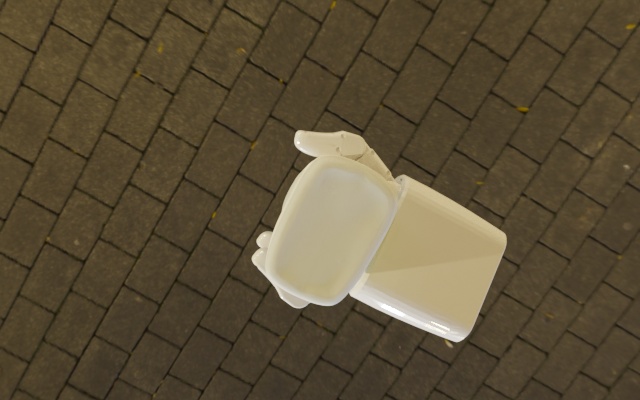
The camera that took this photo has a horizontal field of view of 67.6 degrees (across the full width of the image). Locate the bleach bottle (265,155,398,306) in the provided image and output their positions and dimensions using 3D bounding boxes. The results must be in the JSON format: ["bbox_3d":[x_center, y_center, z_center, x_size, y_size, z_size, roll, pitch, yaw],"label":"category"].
[{"bbox_3d":[0.000,0.001,0.431,0.068,0.102,0.250,27,8,-7],"label":"bleach bottle"}]
